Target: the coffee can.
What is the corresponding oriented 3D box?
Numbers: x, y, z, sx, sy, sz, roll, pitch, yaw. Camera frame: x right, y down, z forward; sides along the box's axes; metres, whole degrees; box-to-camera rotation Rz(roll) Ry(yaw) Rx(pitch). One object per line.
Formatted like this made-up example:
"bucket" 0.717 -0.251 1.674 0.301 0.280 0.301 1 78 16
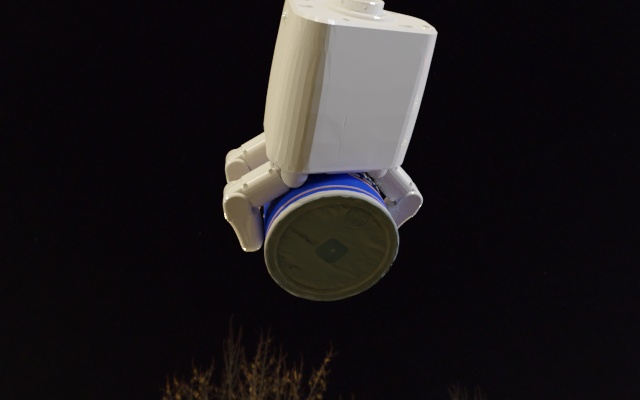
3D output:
"coffee can" 0.000 0.002 0.417 0.103 0.103 0.140 0 33 -9
